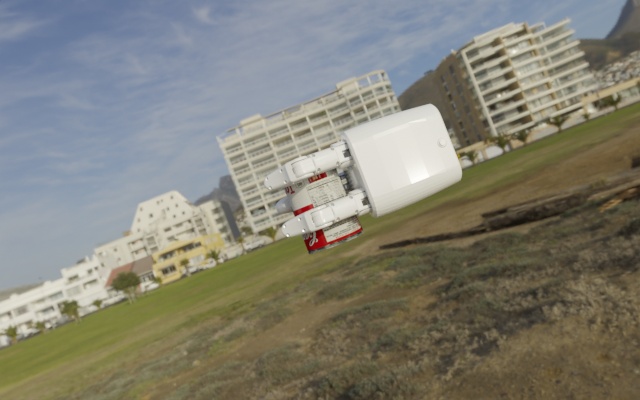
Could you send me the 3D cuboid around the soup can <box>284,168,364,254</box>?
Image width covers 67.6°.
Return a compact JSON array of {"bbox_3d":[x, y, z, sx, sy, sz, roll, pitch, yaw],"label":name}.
[{"bbox_3d":[-0.001,0.002,0.545,0.068,0.102,0.068,-21,-1,0],"label":"soup can"}]
